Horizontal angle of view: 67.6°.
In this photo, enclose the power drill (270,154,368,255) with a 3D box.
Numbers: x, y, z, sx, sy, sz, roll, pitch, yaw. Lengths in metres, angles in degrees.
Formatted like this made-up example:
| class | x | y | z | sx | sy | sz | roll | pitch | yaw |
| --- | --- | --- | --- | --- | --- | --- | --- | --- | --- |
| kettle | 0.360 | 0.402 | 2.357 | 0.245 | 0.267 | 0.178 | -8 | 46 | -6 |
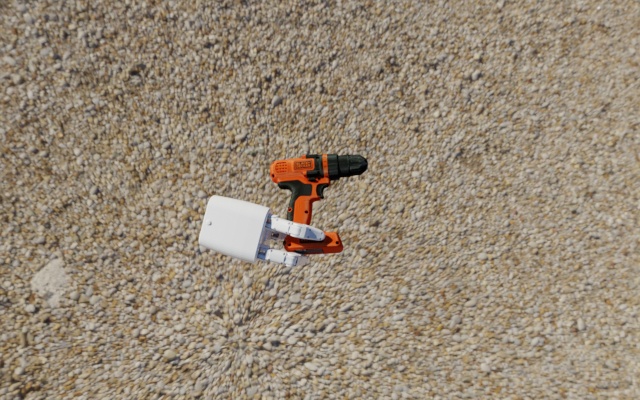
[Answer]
| class | x | y | z | sx | sy | sz | roll | pitch | yaw |
| --- | --- | --- | --- | --- | --- | --- | --- | --- | --- |
| power drill | 0.000 | 0.003 | 0.876 | 0.184 | 0.187 | 0.057 | -5 | -22 | 7 |
